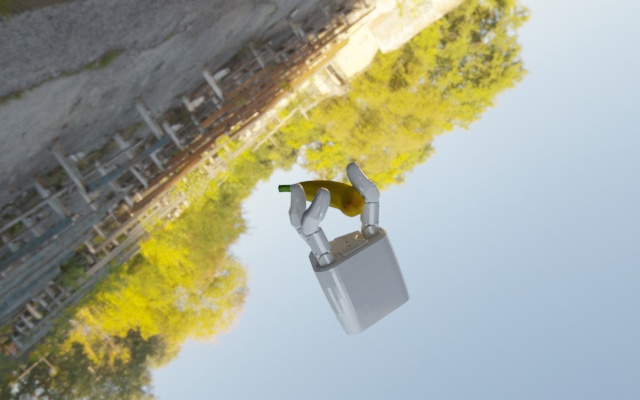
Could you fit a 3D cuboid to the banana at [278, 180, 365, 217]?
[{"bbox_3d":[0.014,-0.003,0.666,0.069,0.037,0.198,-18,16,-28],"label":"banana"}]
